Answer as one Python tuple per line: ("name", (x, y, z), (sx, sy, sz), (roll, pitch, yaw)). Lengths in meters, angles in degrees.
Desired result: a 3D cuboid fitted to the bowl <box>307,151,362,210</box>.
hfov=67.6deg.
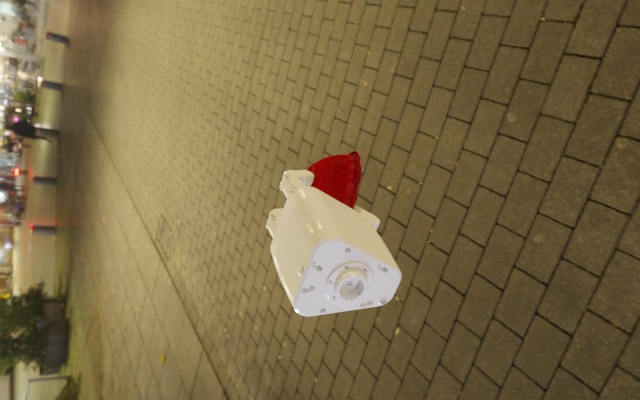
("bowl", (-0.001, 0.002, 0.654), (0.055, 0.162, 0.162), (17, -3, -11))
